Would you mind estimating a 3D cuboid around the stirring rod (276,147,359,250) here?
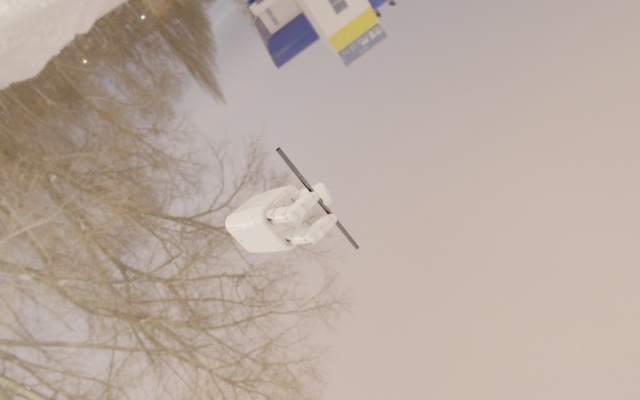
[{"bbox_3d":[0.000,0.003,0.797,0.011,0.011,0.240,0,-43,48],"label":"stirring rod"}]
